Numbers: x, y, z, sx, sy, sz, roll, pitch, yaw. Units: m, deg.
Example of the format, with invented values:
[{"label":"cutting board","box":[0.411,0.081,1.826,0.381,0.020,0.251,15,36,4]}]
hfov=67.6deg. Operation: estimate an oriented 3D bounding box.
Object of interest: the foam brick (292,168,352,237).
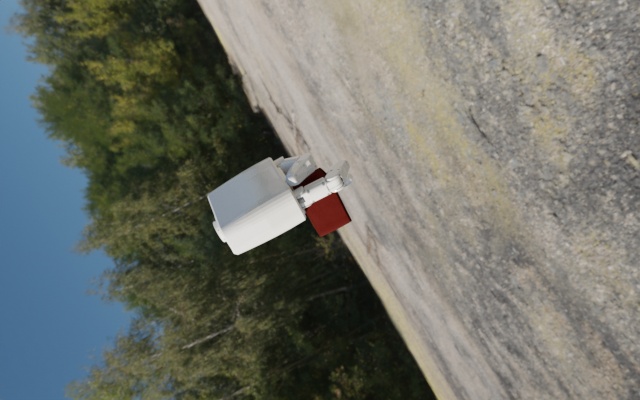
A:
[{"label":"foam brick","box":[0.000,0.002,0.680,0.051,0.078,0.053,-30,24,-5]}]
